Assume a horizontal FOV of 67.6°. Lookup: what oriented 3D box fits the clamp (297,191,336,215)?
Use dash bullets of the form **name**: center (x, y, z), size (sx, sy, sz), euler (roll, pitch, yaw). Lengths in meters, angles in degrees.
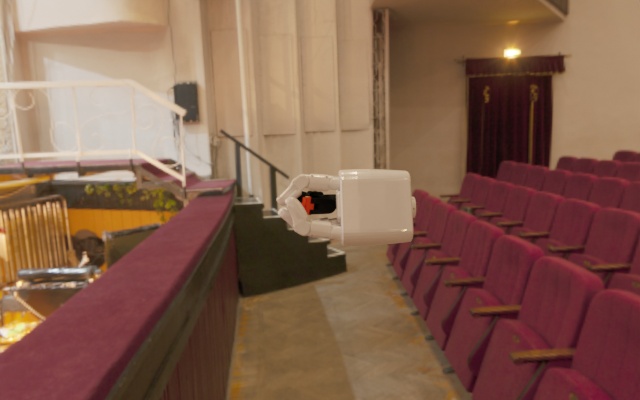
- **clamp**: center (0.000, 0.002, 0.798), size (0.120, 0.039, 0.171), euler (-1, 8, 0)
